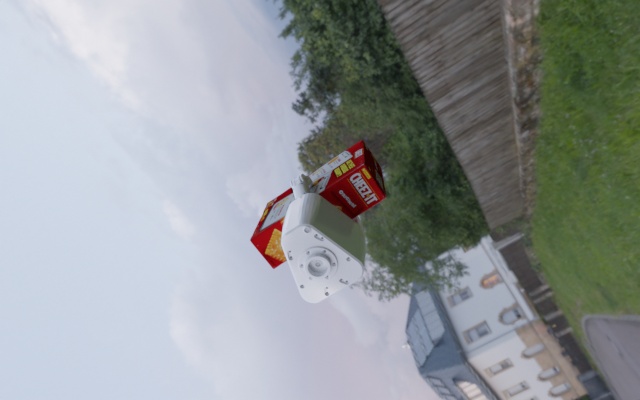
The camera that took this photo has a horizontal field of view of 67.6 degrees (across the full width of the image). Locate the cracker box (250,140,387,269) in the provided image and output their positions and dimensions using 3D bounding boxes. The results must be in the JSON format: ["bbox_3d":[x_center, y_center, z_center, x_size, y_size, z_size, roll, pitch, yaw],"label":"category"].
[{"bbox_3d":[0.000,0.003,0.784,0.214,0.072,0.164,-33,15,14],"label":"cracker box"}]
